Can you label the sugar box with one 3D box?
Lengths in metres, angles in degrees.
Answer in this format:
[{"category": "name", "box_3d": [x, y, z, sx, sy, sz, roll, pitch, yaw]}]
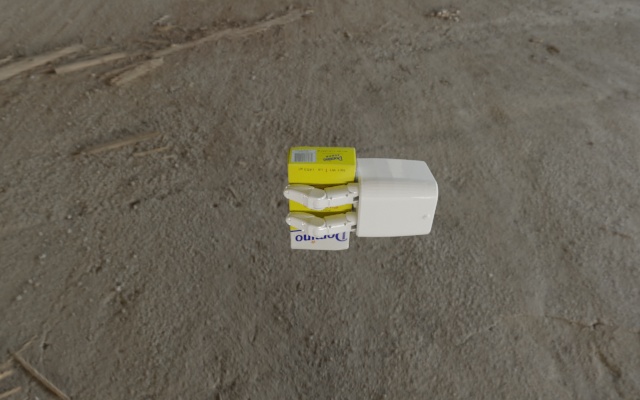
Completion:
[{"category": "sugar box", "box_3d": [0.000, 0.003, 0.702, 0.093, 0.176, 0.048, 1, 42, 1]}]
